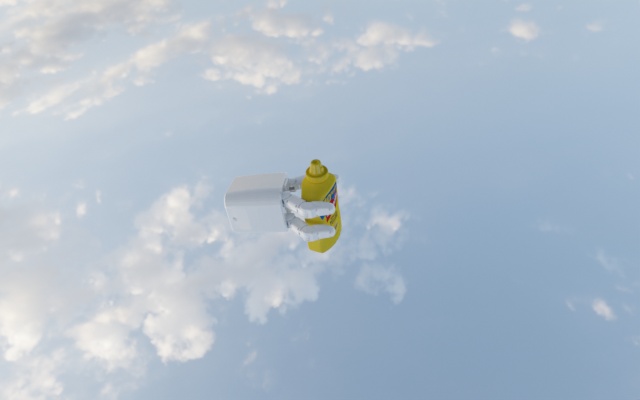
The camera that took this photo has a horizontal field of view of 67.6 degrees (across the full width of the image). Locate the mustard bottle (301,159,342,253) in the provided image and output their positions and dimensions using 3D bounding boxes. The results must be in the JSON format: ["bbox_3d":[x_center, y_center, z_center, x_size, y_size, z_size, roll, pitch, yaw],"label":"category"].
[{"bbox_3d":[0.000,0.003,0.895,0.058,0.192,0.096,15,47,23],"label":"mustard bottle"}]
